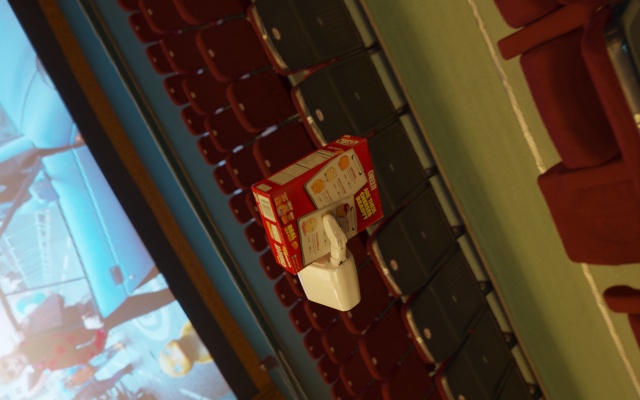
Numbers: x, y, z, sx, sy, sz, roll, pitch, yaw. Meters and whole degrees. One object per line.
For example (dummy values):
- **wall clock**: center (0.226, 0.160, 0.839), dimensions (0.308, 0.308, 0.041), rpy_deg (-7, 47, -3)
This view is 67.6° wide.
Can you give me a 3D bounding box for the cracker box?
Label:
- **cracker box**: center (0.000, 0.003, 0.841), dimensions (0.213, 0.164, 0.072), rpy_deg (-32, 33, -26)
